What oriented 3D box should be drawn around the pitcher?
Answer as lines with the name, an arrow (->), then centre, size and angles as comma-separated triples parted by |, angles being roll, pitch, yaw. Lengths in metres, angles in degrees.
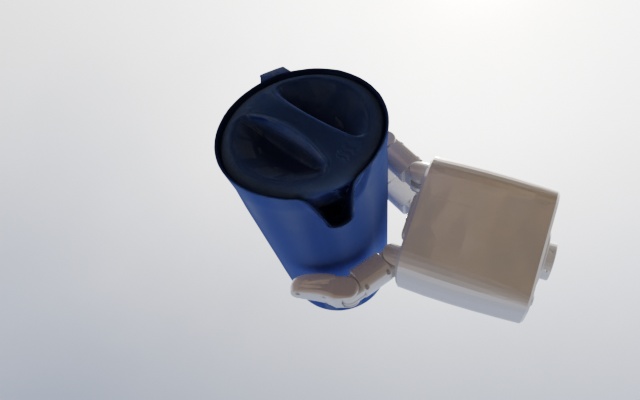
pitcher -> 0.000, 0.002, 0.455 | 0.145, 0.149, 0.243 | 15, -30, 21
